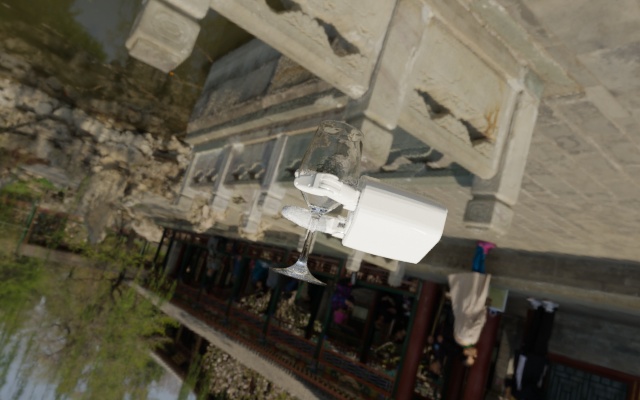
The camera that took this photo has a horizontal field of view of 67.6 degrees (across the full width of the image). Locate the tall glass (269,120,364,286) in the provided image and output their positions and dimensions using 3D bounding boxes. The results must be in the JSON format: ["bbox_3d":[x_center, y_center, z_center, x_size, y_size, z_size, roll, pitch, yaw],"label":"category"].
[{"bbox_3d":[0.000,0.003,0.608,0.079,0.201,0.079,16,-10,3],"label":"tall glass"}]
